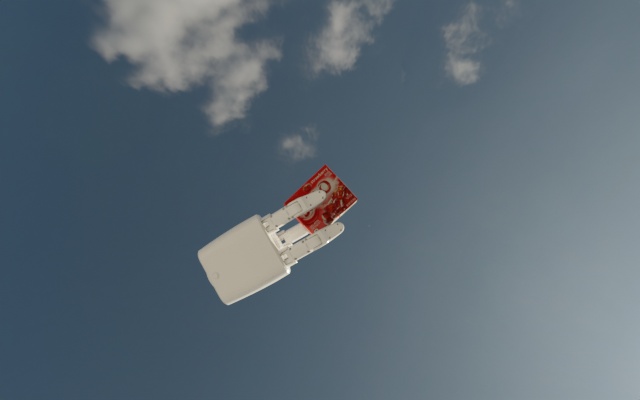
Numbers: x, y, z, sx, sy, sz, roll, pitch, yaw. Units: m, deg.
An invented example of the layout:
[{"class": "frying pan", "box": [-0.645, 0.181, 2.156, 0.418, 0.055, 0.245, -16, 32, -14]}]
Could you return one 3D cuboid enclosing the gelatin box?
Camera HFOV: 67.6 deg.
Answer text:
[{"class": "gelatin box", "box": [0.000, 0.002, 0.726, 0.089, 0.073, 0.030, -43, -4, -5]}]
